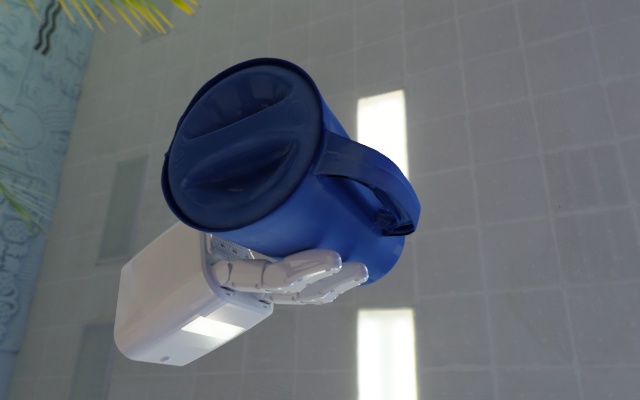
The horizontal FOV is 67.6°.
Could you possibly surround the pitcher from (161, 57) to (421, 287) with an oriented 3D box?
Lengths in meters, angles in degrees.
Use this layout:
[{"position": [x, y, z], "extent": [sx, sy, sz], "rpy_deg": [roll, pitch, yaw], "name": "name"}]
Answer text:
[{"position": [0.000, 0.001, 0.415], "extent": [0.145, 0.149, 0.243], "rpy_deg": [-36, -33, 10], "name": "pitcher"}]
